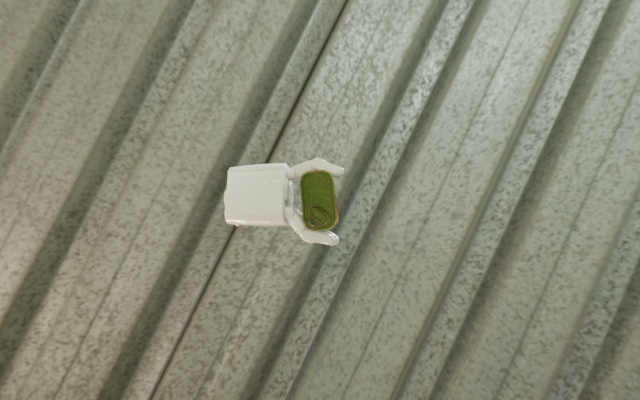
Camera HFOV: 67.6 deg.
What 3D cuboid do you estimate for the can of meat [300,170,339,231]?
[{"bbox_3d":[0.000,0.003,0.835,0.057,0.102,0.084,-6,-5,5],"label":"can of meat"}]
